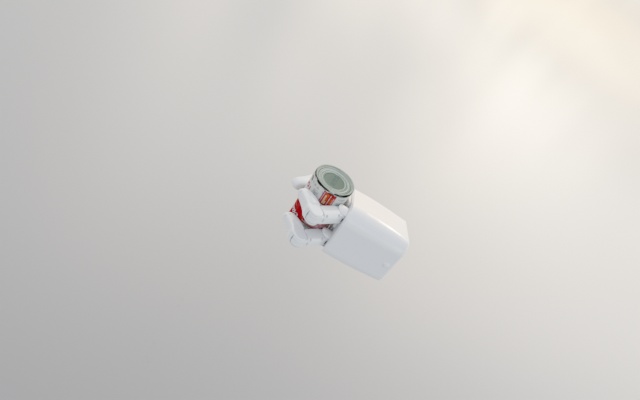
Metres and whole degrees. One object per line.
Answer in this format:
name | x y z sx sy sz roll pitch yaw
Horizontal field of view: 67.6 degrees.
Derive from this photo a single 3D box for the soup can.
soup can | 0.000 0.002 0.745 0.068 0.068 0.102 0 -41 -36
